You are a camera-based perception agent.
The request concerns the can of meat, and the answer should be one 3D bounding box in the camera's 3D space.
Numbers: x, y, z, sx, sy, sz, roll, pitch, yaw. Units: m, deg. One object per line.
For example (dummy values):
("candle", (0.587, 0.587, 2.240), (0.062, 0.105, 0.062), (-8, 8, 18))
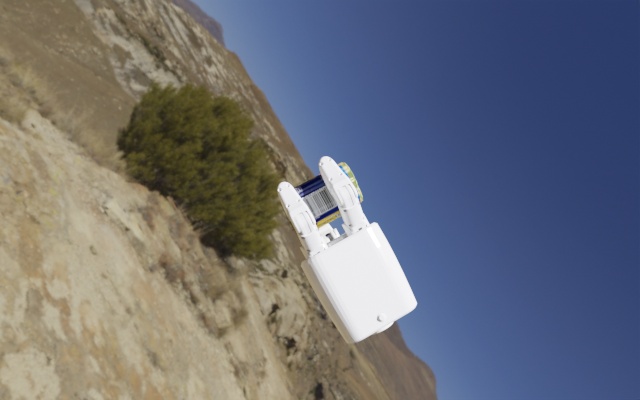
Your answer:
("can of meat", (0.000, 0.002, 0.582), (0.084, 0.057, 0.102), (-28, -6, -8))
